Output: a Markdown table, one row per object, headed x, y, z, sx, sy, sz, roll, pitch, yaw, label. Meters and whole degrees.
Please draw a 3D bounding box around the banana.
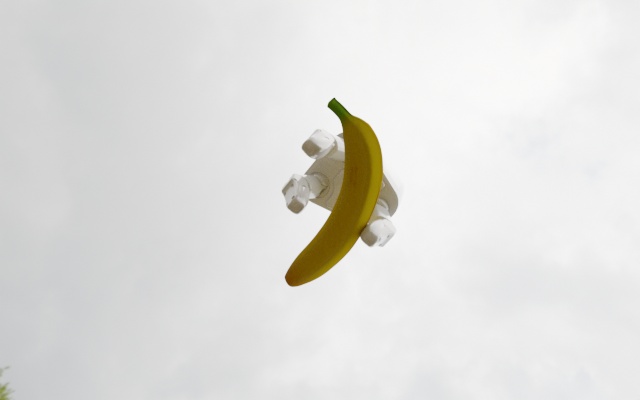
| x | y | z | sx | sy | sz | roll | pitch | yaw | label |
| --- | --- | --- | --- | --- | --- | --- | --- | --- | --- |
| 0.019 | 0.004 | 0.470 | 0.069 | 0.198 | 0.037 | 16 | 17 | 5 | banana |
